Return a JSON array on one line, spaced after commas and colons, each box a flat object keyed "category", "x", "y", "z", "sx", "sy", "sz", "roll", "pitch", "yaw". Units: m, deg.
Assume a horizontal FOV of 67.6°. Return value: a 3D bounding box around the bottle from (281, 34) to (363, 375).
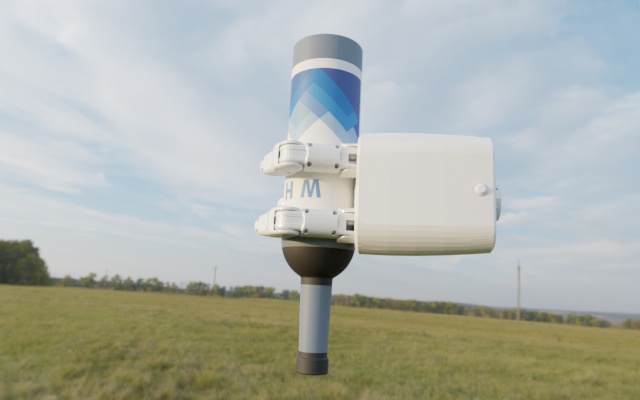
[{"category": "bottle", "x": 0.000, "y": 0.001, "z": 0.431, "sx": 0.069, "sy": 0.295, "sz": 0.069, "roll": 3, "pitch": -11, "yaw": 1}]
